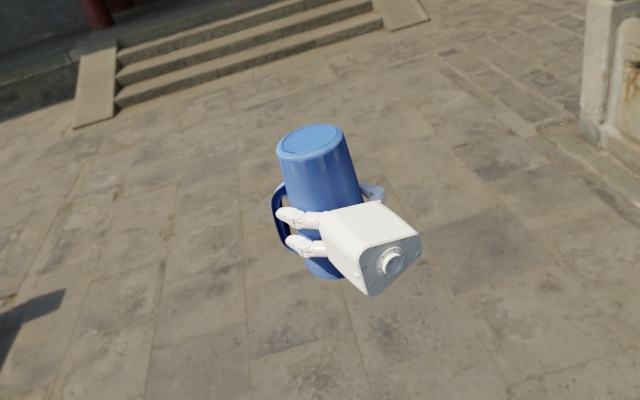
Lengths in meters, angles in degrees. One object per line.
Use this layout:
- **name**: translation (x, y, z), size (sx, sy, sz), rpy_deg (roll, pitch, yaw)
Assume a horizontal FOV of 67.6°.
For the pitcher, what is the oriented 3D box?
- **pitcher**: translation (0.000, 0.003, 0.795), size (0.149, 0.243, 0.145), rpy_deg (-27, 34, -15)
